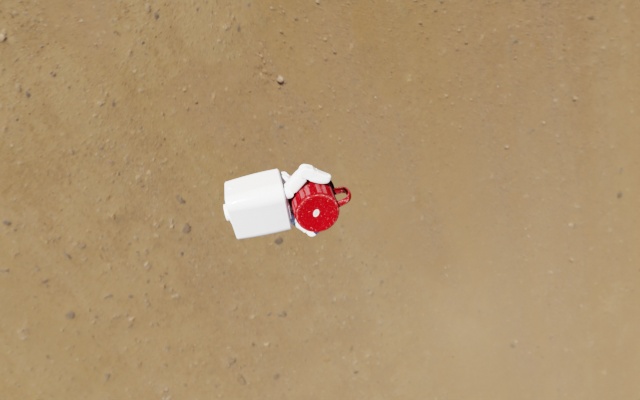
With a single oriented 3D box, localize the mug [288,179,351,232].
[{"bbox_3d":[0.002,0.003,0.882,0.117,0.093,0.081,-13,30,-4],"label":"mug"}]
